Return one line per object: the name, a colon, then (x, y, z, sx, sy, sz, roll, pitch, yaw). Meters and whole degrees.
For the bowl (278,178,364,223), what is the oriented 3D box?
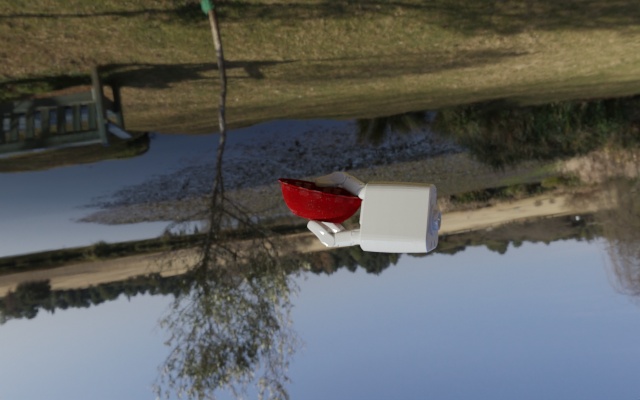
bowl: (-0.001, 0.003, 0.839, 0.162, 0.055, 0.162, 11, 7, -1)
